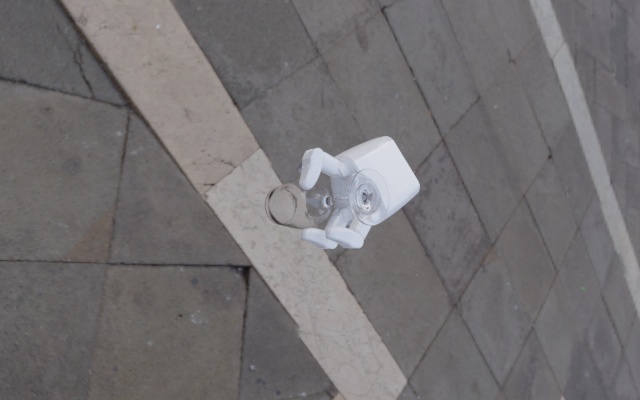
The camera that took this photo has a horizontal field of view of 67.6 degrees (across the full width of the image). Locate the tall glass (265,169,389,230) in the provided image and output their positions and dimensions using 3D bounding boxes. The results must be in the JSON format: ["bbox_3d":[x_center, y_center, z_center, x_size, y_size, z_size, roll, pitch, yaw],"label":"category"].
[{"bbox_3d":[0.000,0.002,0.691,0.079,0.079,0.201,0,-4,-41],"label":"tall glass"}]
